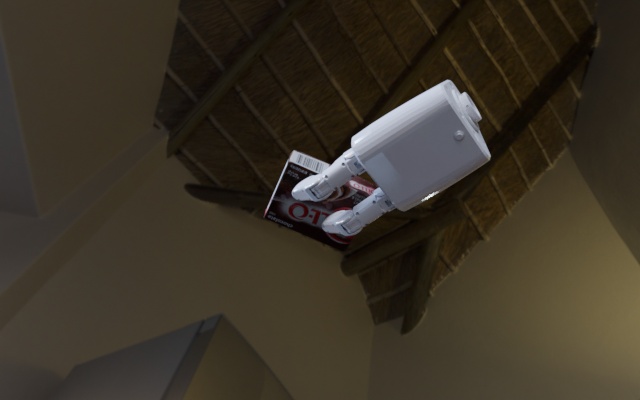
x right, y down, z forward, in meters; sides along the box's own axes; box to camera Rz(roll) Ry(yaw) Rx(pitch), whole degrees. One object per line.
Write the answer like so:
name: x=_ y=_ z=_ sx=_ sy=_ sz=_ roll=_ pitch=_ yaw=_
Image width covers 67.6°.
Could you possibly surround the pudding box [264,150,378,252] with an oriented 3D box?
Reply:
pudding box: x=0.000 y=0.002 z=0.575 sx=0.113 sy=0.090 sz=0.039 roll=24 pitch=32 yaw=-4
